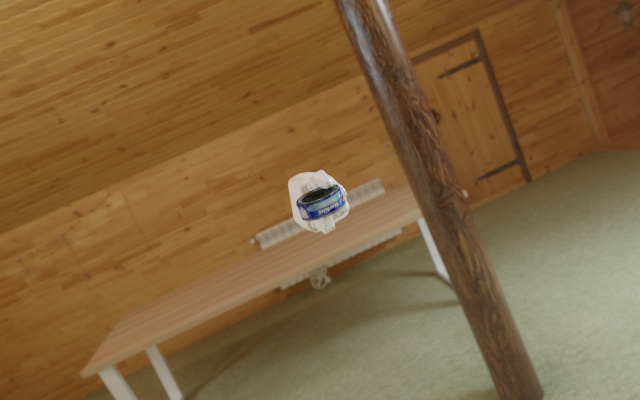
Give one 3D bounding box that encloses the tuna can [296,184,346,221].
[{"bbox_3d":[0.000,0.002,0.858,0.086,0.034,0.086,-20,15,6],"label":"tuna can"}]
